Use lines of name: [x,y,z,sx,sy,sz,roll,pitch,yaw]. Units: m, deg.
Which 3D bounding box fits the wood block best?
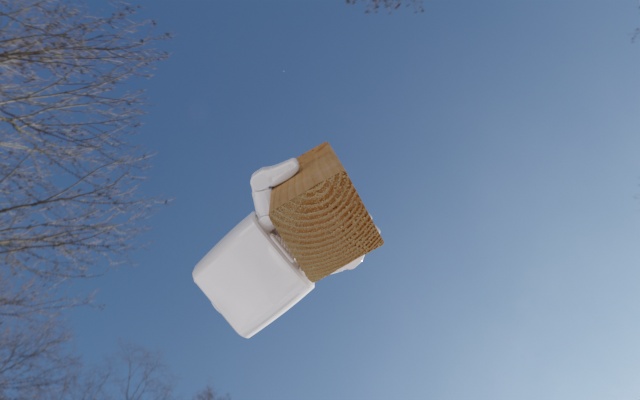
wood block: [0.000,0.002,0.574,0.090,0.091,0.206,-30,15,4]
